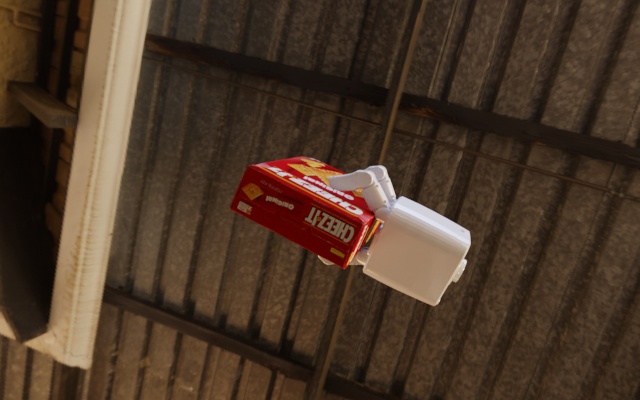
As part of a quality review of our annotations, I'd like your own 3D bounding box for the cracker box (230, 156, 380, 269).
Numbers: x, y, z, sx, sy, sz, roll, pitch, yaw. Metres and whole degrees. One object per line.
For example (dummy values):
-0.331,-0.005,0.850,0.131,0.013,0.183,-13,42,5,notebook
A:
0.000,0.002,0.667,0.164,0.072,0.213,26,14,11,cracker box
